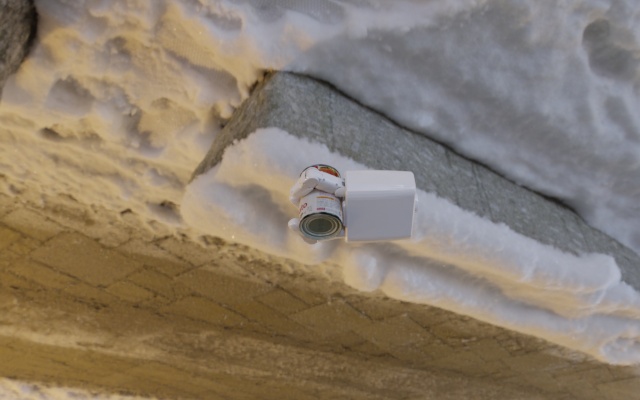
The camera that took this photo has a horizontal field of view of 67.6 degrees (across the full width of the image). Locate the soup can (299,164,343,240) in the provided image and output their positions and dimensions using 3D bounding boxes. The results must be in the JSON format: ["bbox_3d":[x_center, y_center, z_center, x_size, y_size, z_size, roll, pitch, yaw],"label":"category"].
[{"bbox_3d":[0.000,0.003,0.750,0.068,0.102,0.069,-1,-40,0],"label":"soup can"}]
